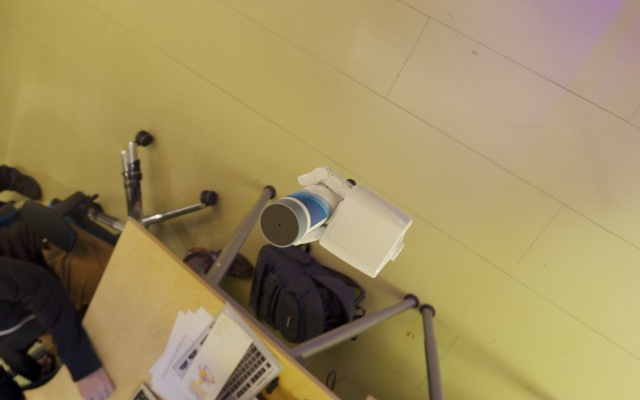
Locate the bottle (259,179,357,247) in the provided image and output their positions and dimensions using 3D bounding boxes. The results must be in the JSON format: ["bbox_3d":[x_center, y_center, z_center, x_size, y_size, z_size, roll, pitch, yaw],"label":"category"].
[{"bbox_3d":[0.000,0.003,0.807,0.069,0.069,0.295,0,13,24],"label":"bottle"}]
